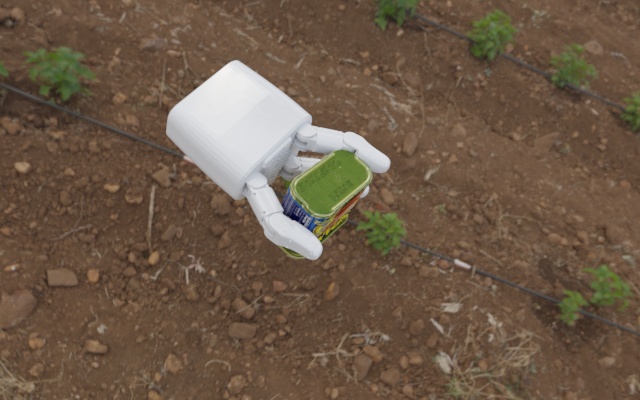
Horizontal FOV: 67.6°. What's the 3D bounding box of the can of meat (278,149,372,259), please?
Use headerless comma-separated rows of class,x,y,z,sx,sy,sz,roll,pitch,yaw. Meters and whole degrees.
can of meat,0.000,0.002,0.507,0.102,0.057,0.084,-39,-13,-37
